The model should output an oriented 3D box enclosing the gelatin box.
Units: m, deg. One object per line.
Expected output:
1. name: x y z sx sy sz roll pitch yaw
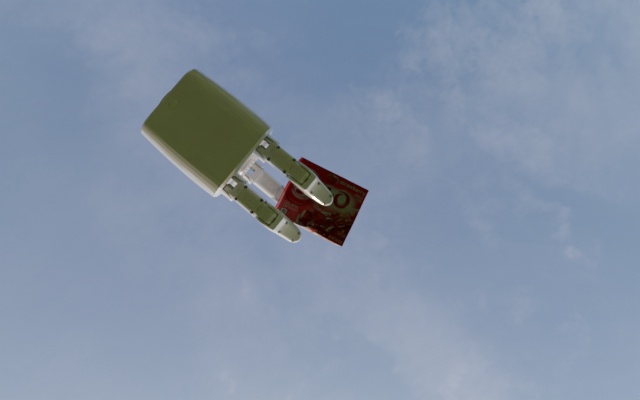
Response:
1. gelatin box: 0.000 0.002 0.554 0.089 0.073 0.030 27 -6 -9
